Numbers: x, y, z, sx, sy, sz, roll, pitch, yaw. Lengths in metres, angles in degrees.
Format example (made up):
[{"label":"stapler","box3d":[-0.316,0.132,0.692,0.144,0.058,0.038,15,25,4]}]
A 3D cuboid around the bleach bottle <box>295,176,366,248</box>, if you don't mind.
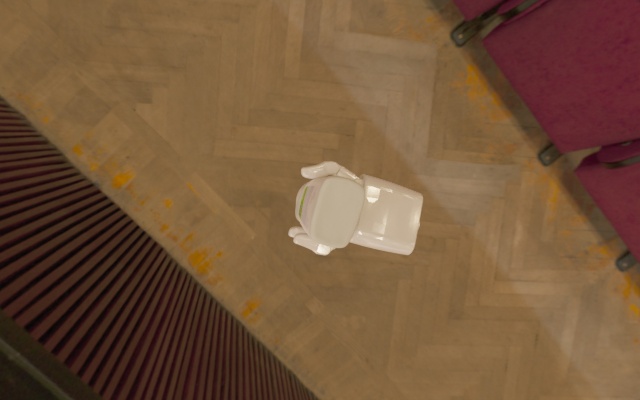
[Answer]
[{"label":"bleach bottle","box3d":[0.000,0.003,0.772,0.068,0.102,0.251,16,4,-12]}]
